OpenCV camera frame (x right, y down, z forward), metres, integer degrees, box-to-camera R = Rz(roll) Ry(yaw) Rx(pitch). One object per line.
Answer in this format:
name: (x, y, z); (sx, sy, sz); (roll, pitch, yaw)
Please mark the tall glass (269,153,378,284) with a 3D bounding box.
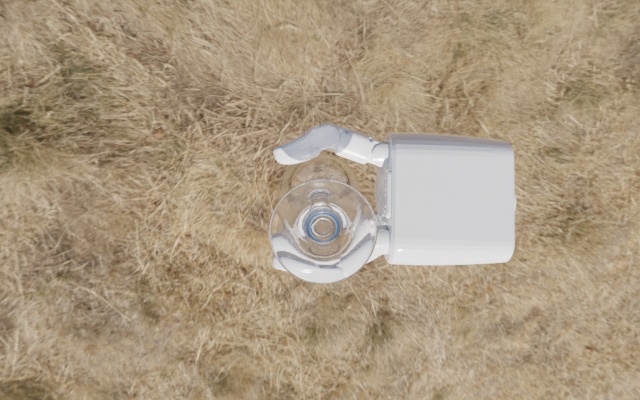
tall glass: (0.000, 0.001, 0.421); (0.079, 0.079, 0.201); (0, 12, -2)
